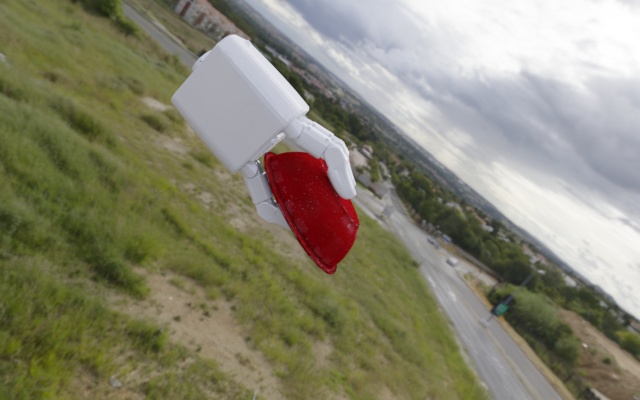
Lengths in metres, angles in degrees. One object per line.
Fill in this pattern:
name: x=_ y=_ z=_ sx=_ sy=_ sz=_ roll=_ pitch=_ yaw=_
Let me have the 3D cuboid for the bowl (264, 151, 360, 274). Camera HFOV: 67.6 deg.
bowl: x=0.001 y=0.003 z=0.554 sx=0.055 sy=0.162 sz=0.162 roll=-28 pitch=-5 yaw=10
